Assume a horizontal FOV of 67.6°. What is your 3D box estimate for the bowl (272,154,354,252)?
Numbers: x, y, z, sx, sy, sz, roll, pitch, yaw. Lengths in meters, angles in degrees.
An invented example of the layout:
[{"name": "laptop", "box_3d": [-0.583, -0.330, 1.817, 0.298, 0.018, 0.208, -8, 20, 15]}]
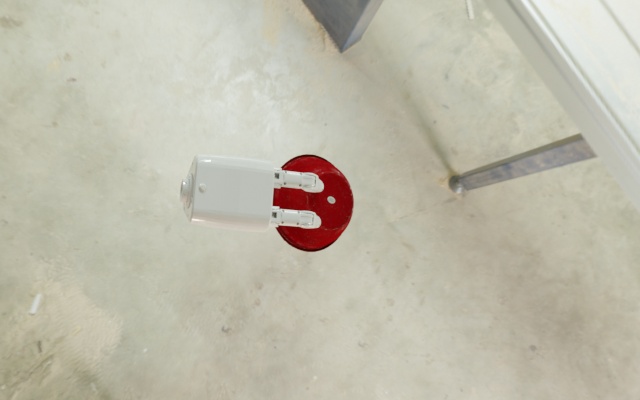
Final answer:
[{"name": "bowl", "box_3d": [0.001, 0.002, 0.766, 0.162, 0.162, 0.055, 0, -3, -37]}]
